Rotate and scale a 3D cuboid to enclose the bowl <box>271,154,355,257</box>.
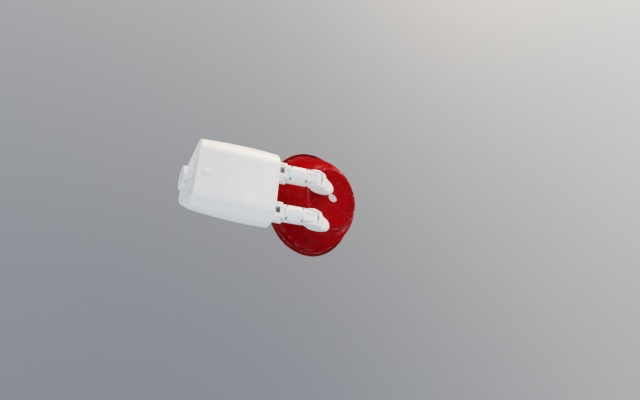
[{"bbox_3d":[0.001,0.002,0.723,0.162,0.162,0.055,0,-9,-40],"label":"bowl"}]
